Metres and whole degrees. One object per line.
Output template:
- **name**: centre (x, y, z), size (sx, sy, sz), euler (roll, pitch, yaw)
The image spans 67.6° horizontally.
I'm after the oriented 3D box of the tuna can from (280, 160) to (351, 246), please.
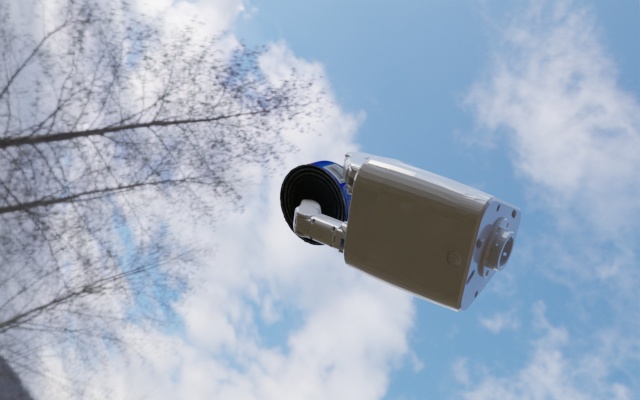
- **tuna can**: centre (0.000, 0.001, 0.500), size (0.086, 0.086, 0.033), euler (0, 13, 38)
